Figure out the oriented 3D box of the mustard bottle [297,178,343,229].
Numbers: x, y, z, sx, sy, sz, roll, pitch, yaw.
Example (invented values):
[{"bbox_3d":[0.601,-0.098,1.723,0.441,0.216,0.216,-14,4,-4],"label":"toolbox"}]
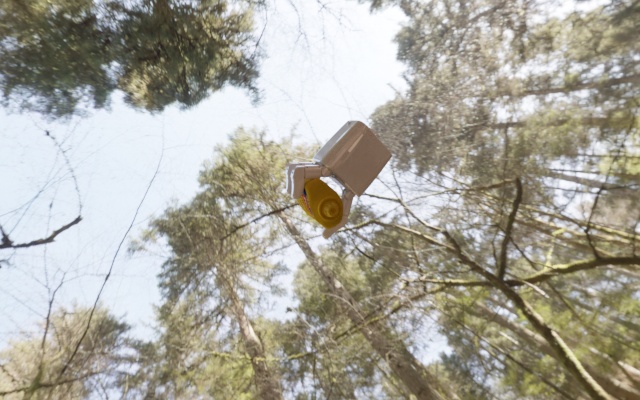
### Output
[{"bbox_3d":[0.000,0.003,0.882,0.058,0.096,0.191,-26,14,-9],"label":"mustard bottle"}]
